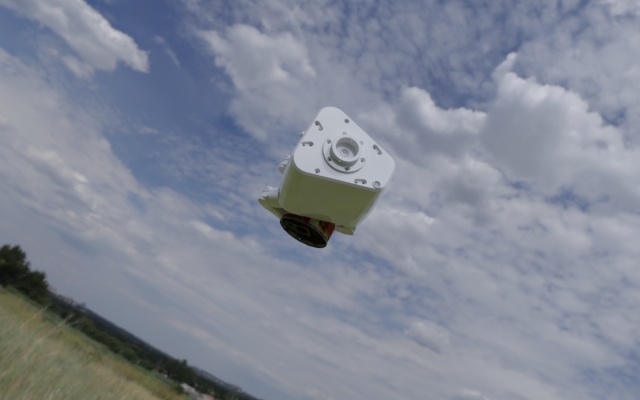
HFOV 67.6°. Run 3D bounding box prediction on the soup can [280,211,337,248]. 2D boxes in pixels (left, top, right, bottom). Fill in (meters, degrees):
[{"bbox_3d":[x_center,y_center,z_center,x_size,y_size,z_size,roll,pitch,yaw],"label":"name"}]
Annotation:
[{"bbox_3d":[0.000,0.002,0.629,0.068,0.102,0.068,24,-25,12],"label":"soup can"}]
